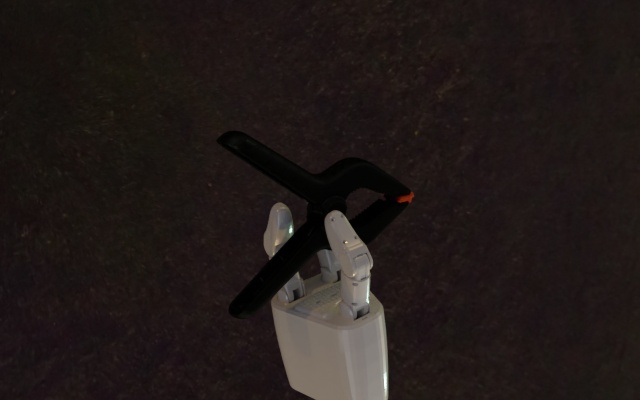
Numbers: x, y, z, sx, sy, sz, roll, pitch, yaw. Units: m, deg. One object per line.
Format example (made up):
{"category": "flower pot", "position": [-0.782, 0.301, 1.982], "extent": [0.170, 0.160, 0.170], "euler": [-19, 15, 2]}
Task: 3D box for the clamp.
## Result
{"category": "clamp", "position": [0.001, 0.002, 0.443], "extent": [0.210, 0.165, 0.036], "euler": [-18, 24, -30]}
